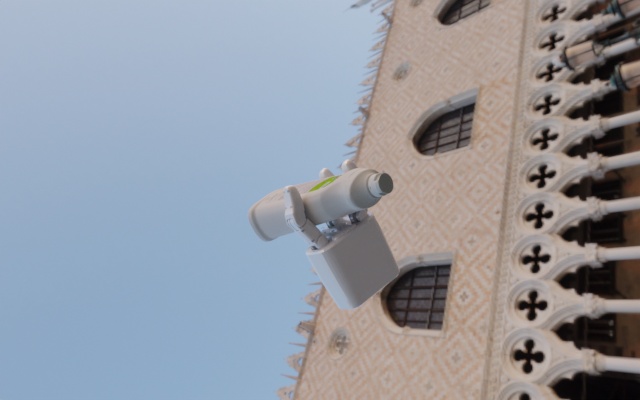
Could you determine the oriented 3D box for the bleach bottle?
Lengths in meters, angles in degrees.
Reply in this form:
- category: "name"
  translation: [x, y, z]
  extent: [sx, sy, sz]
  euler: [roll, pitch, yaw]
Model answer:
- category: "bleach bottle"
  translation: [0.000, 0.002, 0.709]
  extent: [0.251, 0.068, 0.102]
  euler: [-14, 19, 49]
